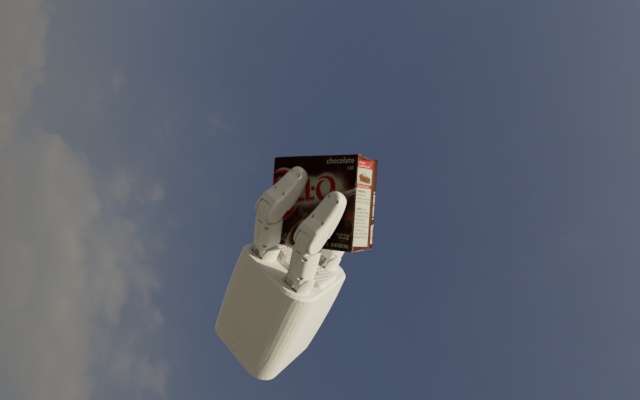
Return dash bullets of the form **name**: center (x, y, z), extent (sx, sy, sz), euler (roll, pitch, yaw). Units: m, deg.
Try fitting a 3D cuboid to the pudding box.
- **pudding box**: center (0.000, 0.002, 0.474), extent (0.113, 0.090, 0.039), euler (2, -2, 39)
